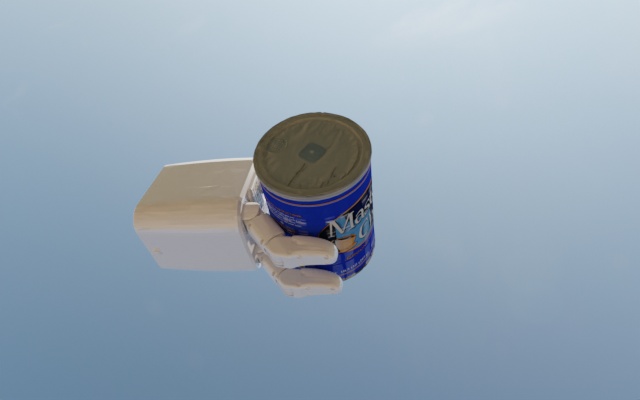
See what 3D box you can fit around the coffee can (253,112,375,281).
[{"bbox_3d":[0.000,0.001,0.461,0.103,0.102,0.140,0,-39,8],"label":"coffee can"}]
